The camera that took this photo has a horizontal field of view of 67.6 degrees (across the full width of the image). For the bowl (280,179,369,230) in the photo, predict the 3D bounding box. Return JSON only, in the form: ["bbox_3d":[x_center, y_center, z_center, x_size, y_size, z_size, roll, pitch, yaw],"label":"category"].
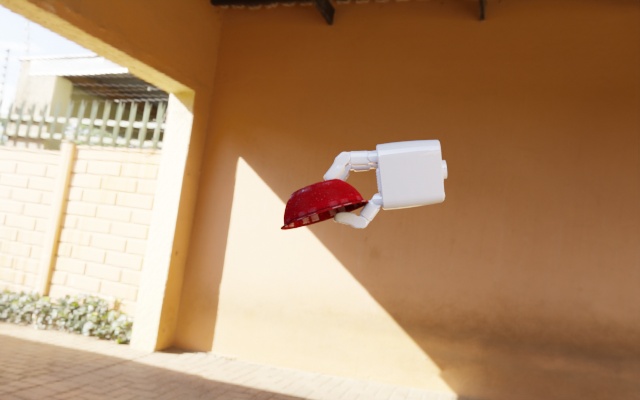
[{"bbox_3d":[-0.001,0.003,0.834,0.162,0.055,0.162,-18,-7,-2],"label":"bowl"}]
